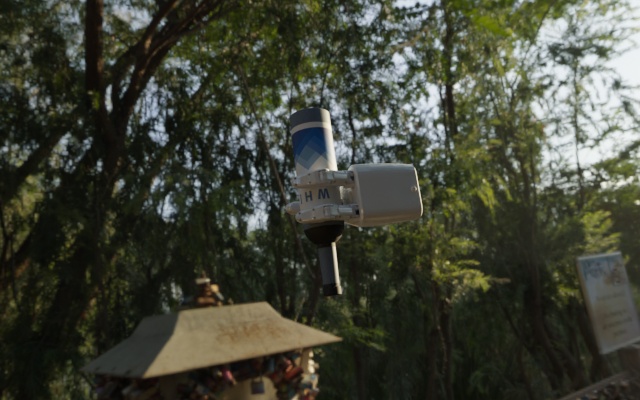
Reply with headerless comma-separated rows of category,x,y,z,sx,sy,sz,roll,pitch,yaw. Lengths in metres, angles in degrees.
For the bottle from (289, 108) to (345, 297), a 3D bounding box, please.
bottle,0.000,0.002,0.760,0.069,0.295,0.069,-7,-12,-2
